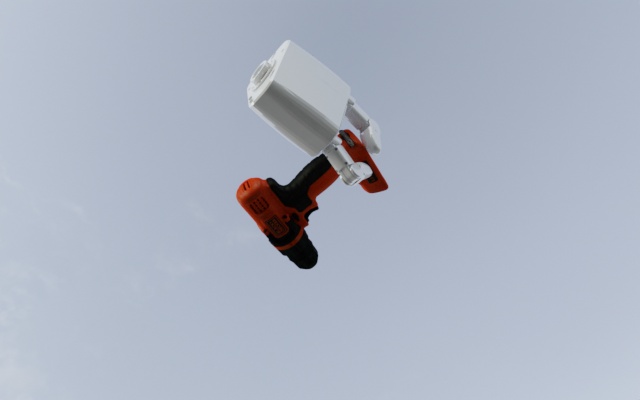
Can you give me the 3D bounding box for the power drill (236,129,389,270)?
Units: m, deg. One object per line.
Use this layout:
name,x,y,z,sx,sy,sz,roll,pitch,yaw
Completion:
power drill,0.000,0.002,0.681,0.187,0.184,0.057,-35,39,1
